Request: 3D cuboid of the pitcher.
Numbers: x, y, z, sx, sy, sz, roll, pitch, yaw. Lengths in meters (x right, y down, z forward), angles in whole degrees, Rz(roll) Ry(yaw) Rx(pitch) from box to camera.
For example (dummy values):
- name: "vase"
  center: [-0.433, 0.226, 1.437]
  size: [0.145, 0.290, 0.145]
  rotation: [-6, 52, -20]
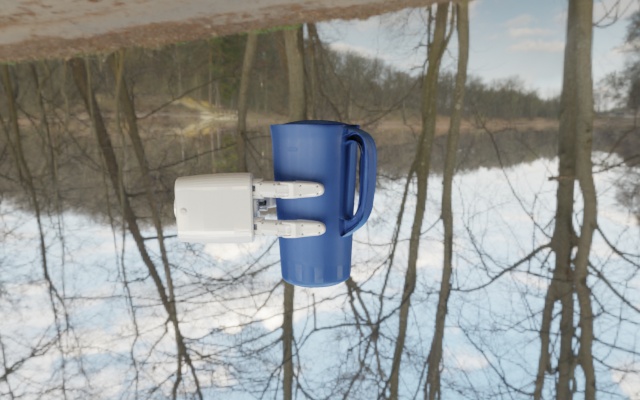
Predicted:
- name: "pitcher"
  center: [0.000, 0.002, 0.714]
  size: [0.145, 0.243, 0.149]
  rotation: [-1, 8, -5]
